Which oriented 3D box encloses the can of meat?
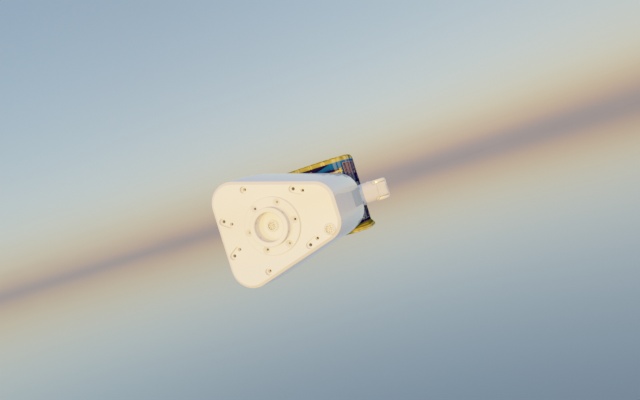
[{"bbox_3d":[0.000,0.001,0.540,0.102,0.084,0.057,-17,1,17],"label":"can of meat"}]
